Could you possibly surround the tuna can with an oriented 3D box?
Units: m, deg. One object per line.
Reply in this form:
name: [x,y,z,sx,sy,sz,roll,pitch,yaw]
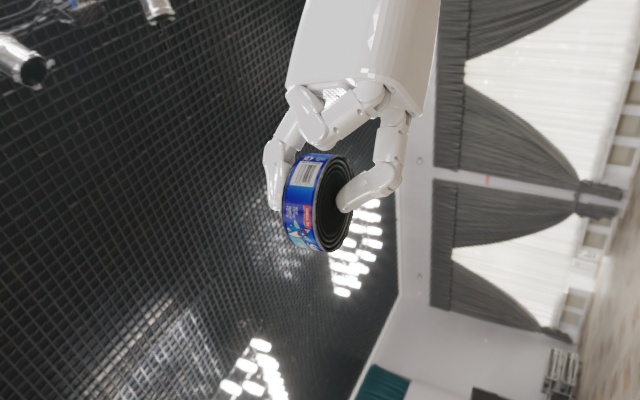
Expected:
tuna can: [0.000,0.001,0.420,0.034,0.086,0.086,7,3,25]
